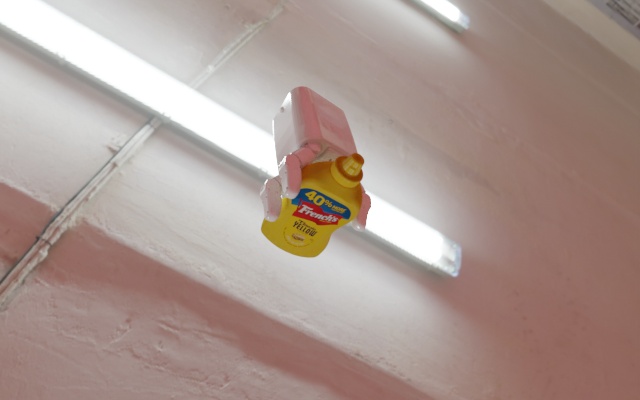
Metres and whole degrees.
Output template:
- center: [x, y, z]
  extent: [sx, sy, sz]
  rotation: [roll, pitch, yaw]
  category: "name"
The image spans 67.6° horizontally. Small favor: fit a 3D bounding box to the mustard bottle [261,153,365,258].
- center: [0.000, 0.002, 0.632]
  extent: [0.096, 0.058, 0.192]
  rotation: [29, -46, -12]
  category: "mustard bottle"
